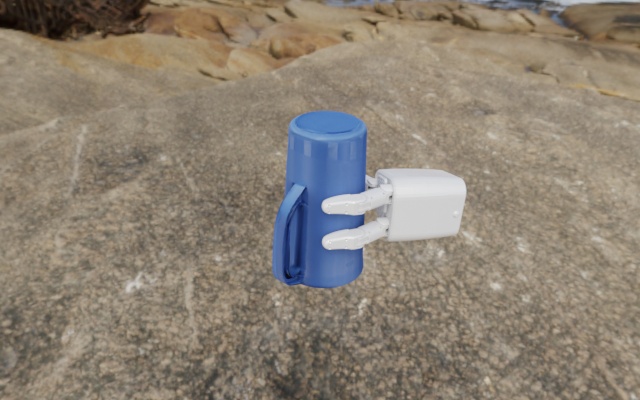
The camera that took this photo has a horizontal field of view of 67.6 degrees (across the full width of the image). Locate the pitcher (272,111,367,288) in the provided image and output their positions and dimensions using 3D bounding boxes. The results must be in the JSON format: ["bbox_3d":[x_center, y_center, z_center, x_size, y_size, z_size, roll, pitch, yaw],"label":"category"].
[{"bbox_3d":[0.000,0.002,0.699,0.145,0.243,0.149,-1,29,-6],"label":"pitcher"}]
